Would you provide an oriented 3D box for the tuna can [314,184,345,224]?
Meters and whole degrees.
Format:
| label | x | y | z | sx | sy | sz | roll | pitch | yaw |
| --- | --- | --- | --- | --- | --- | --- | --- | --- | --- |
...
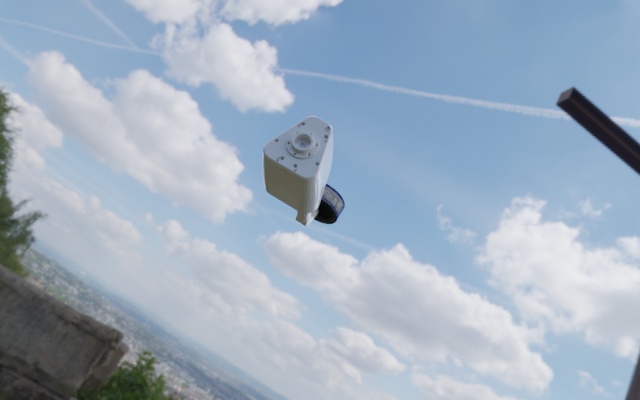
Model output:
| label | x | y | z | sx | sy | sz | roll | pitch | yaw |
| --- | --- | --- | --- | --- | --- | --- | --- | --- | --- |
| tuna can | 0.000 | 0.002 | 0.863 | 0.086 | 0.033 | 0.086 | 26 | -29 | 15 |
